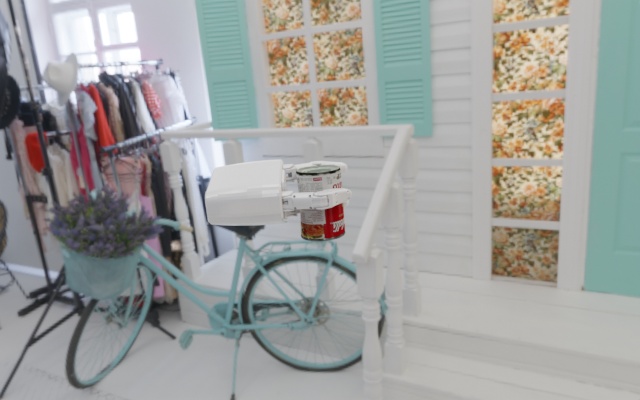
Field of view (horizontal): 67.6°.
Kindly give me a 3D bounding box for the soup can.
[{"bbox_3d":[0.001,0.002,0.712,0.068,0.102,0.068,-4,13,1],"label":"soup can"}]
